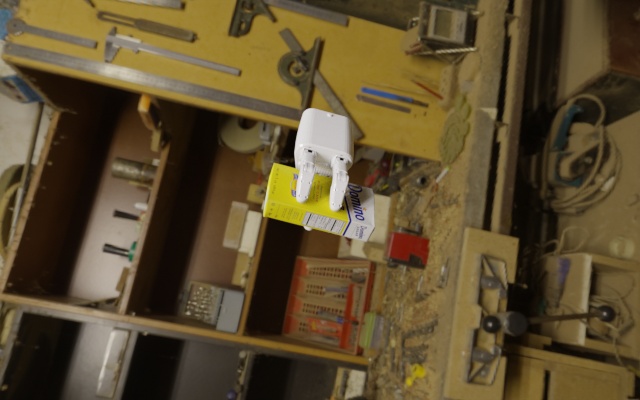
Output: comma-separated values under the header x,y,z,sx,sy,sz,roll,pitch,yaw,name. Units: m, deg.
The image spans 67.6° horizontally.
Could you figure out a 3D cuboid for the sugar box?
x,y,z,sx,sy,sz,roll,pitch,yaw,name
0.000,0.002,0.776,0.176,0.093,0.048,12,-46,-8,sugar box
